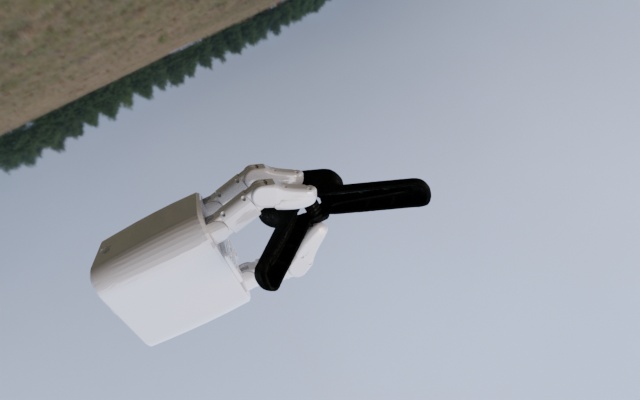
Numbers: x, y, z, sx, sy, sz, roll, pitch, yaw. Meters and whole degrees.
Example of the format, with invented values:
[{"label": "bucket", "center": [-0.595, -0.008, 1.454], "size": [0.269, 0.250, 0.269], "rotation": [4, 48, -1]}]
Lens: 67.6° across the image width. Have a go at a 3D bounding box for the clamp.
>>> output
[{"label": "clamp", "center": [0.000, 0.002, 0.471], "size": [0.164, 0.036, 0.210], "rotation": [-25, 22, -6]}]
